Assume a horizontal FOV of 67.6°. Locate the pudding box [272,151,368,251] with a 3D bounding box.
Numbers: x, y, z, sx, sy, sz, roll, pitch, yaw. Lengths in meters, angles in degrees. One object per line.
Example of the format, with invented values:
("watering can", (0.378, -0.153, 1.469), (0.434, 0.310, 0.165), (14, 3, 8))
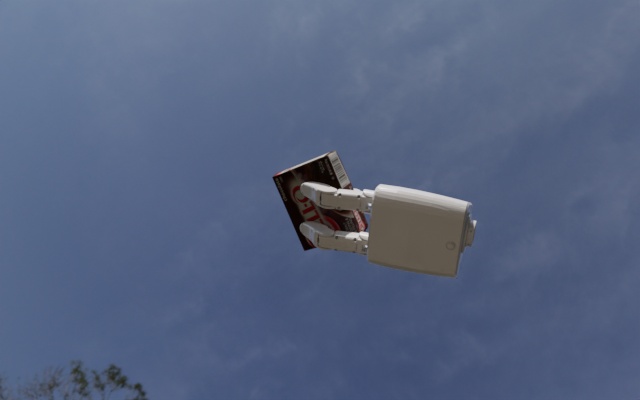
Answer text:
("pudding box", (0.000, 0.002, 0.628), (0.090, 0.113, 0.039), (-19, 7, 29))
